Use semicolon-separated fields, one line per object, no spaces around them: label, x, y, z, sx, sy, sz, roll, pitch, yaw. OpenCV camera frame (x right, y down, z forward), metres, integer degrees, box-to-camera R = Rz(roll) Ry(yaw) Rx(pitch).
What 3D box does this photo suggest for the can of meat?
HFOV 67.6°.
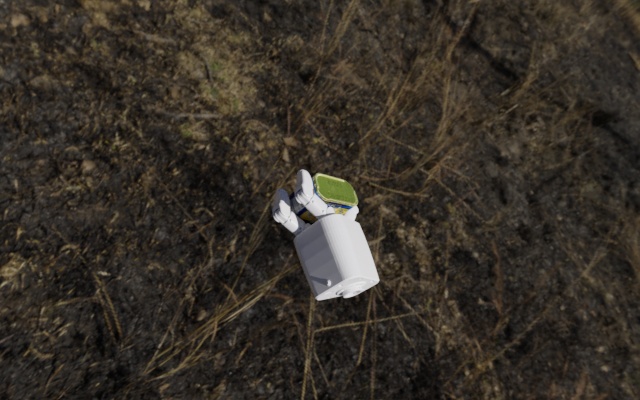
can of meat;0.000;0.002;0.804;0.102;0.057;0.084;11;-38;-45
